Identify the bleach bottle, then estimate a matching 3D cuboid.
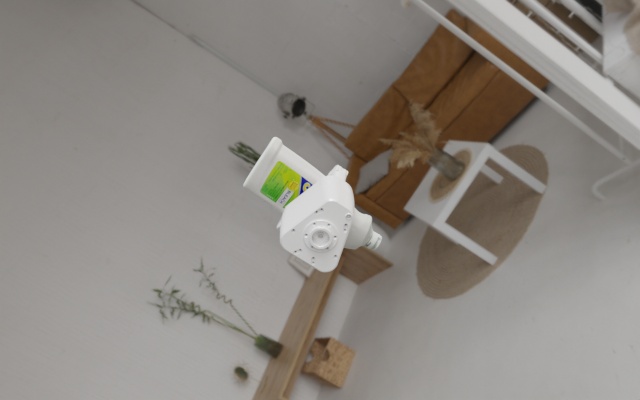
[{"bbox_3d":[0.000,0.003,0.812,0.251,0.102,0.068,32,18,-10],"label":"bleach bottle"}]
